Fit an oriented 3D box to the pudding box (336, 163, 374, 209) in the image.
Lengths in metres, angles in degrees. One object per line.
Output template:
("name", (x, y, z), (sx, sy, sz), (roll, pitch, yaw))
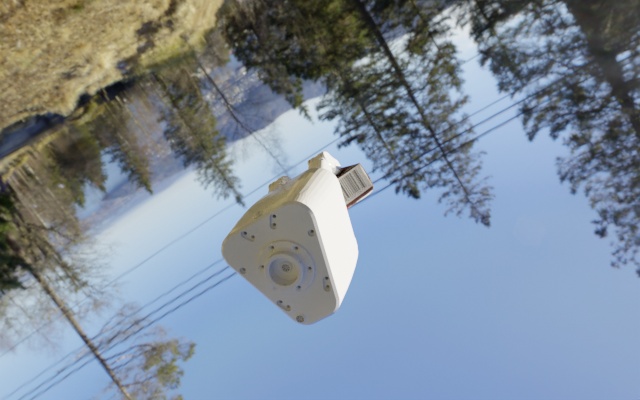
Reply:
("pudding box", (0.000, 0.002, 0.576), (0.113, 0.039, 0.090), (-33, 7, -10))
